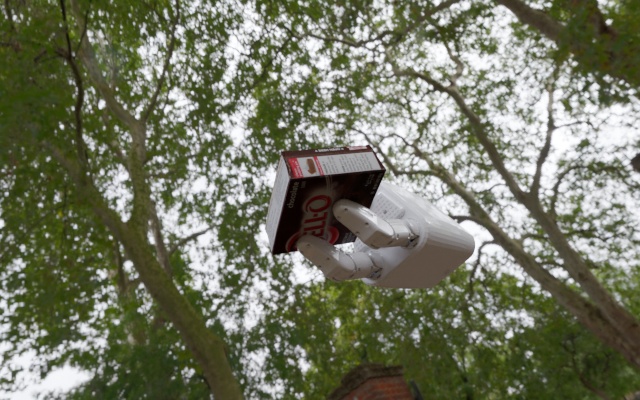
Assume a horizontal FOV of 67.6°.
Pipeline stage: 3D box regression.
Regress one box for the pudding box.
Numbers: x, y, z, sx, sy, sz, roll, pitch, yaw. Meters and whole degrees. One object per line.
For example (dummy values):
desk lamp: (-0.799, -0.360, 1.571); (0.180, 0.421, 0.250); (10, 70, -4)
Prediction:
pudding box: (0.000, 0.001, 0.447); (0.090, 0.039, 0.114); (-8, -40, -21)
